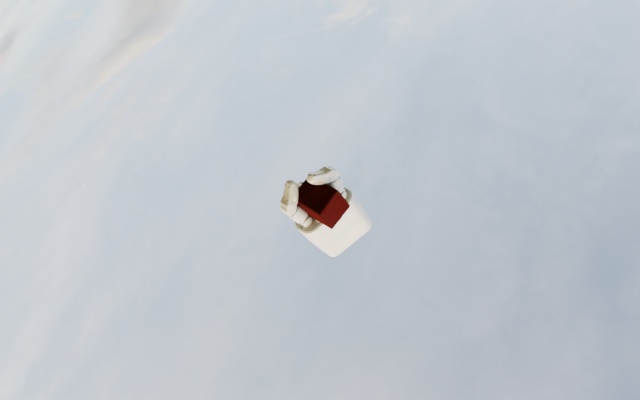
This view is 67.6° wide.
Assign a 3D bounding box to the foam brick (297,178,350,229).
[{"bbox_3d":[0.000,0.003,0.808,0.078,0.053,0.051,29,-14,43],"label":"foam brick"}]
